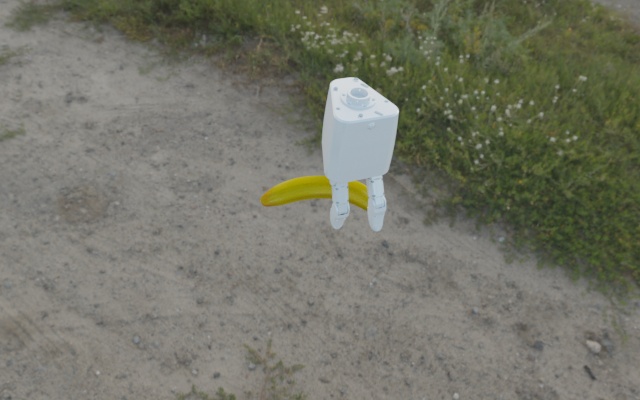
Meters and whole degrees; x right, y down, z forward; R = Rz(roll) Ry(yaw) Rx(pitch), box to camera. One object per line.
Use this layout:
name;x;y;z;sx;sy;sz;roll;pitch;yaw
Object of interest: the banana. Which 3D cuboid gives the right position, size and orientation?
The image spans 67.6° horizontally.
banana;0.005;-0.011;0.768;0.198;0.069;0.037;7;-42;0
